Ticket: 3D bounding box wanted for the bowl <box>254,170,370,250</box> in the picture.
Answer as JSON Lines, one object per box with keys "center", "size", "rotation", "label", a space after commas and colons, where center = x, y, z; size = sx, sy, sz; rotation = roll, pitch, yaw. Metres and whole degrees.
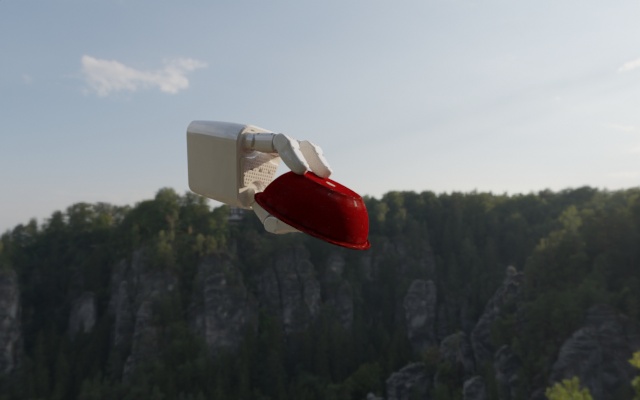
{"center": [0.001, 0.002, 0.607], "size": [0.162, 0.055, 0.162], "rotation": [24, 9, -4], "label": "bowl"}
